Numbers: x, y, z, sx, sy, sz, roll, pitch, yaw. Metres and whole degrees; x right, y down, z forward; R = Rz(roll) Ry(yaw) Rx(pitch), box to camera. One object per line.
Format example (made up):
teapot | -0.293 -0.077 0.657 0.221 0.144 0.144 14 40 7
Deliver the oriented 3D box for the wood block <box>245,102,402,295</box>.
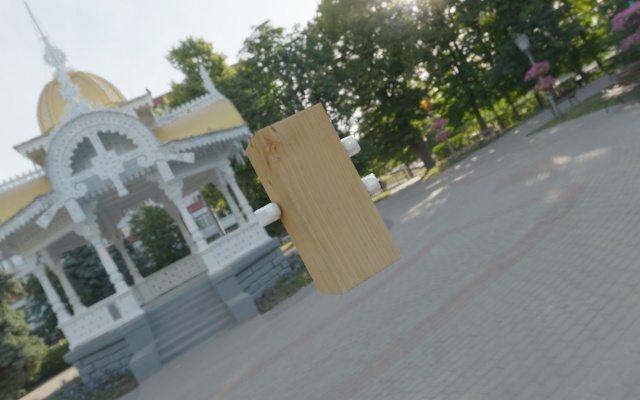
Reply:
wood block | 0.000 0.002 0.584 0.091 0.206 0.090 -28 0 -20
